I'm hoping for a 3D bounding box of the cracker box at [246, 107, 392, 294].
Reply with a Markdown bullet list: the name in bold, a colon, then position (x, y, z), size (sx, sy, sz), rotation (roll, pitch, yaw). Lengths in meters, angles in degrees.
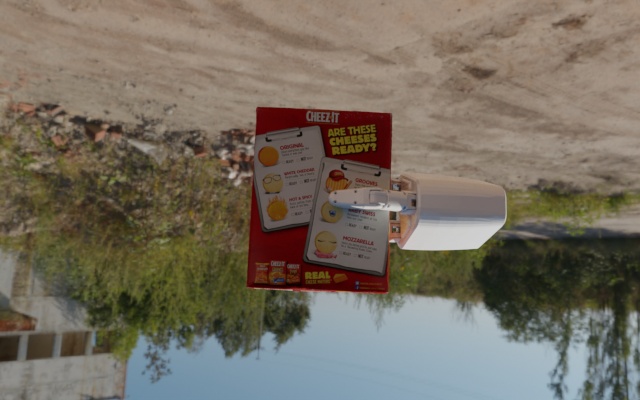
- **cracker box**: position (0.000, 0.002, 0.581), size (0.164, 0.213, 0.072), rotation (2, -8, -3)
